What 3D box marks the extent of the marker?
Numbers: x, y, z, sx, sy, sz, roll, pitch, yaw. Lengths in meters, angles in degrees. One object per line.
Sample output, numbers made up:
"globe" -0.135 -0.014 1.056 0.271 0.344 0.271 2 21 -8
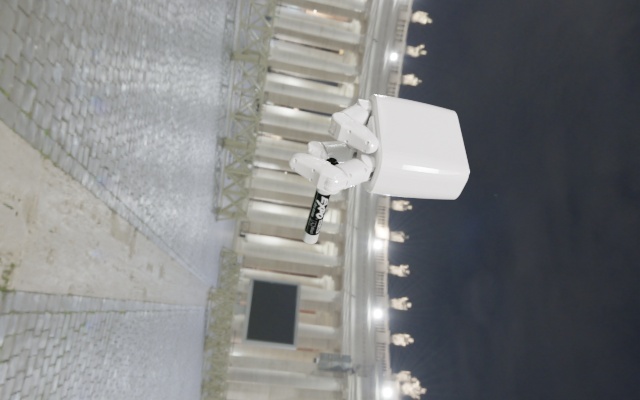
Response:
"marker" 0.000 0.002 0.536 0.020 0.121 0.020 10 41 -8
